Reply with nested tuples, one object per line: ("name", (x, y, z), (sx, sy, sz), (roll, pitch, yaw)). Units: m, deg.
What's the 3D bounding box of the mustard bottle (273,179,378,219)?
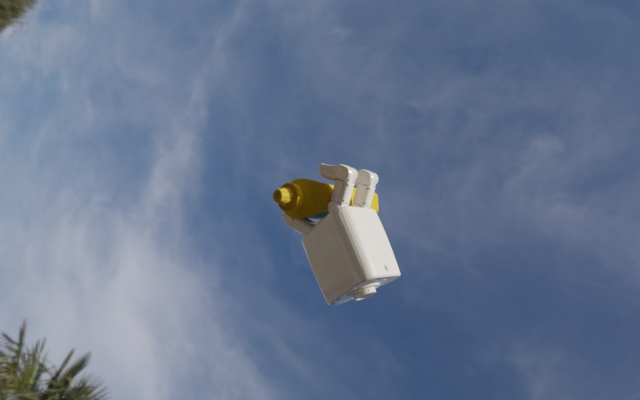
("mustard bottle", (0.000, 0.002, 0.723), (0.096, 0.058, 0.191), (-7, -9, 38))
